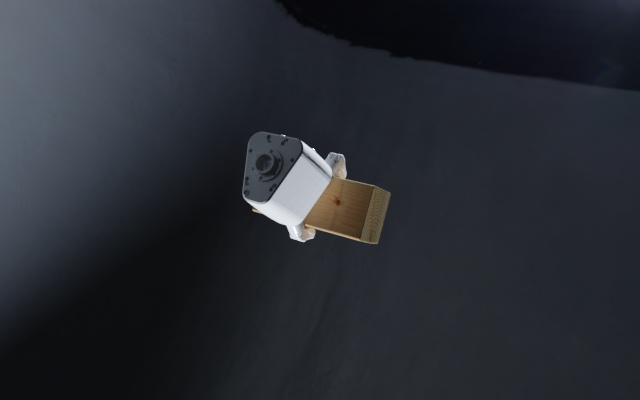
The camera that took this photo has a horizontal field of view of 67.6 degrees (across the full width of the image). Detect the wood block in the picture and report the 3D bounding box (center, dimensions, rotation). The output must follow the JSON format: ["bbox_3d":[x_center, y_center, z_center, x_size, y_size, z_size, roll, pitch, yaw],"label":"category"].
[{"bbox_3d":[0.000,0.003,0.814,0.206,0.091,0.090,15,-1,26],"label":"wood block"}]
